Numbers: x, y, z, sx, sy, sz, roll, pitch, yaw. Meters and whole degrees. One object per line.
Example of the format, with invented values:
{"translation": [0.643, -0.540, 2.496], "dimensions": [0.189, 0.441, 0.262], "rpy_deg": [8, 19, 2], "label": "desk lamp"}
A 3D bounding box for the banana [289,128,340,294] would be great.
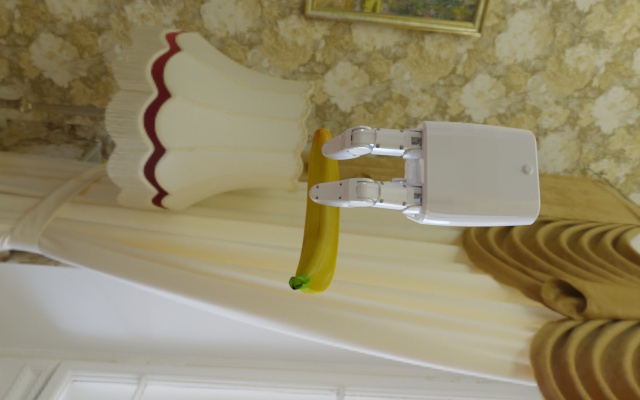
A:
{"translation": [0.000, 0.016, 0.475], "dimensions": [0.037, 0.197, 0.070], "rpy_deg": [2, -40, 5], "label": "banana"}
